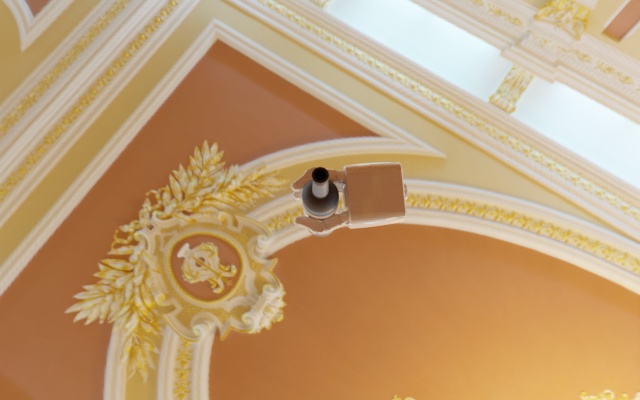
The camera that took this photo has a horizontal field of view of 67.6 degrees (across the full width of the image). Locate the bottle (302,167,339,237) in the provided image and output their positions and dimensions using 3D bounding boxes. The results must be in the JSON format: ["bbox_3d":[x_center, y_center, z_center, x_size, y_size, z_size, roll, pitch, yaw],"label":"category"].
[{"bbox_3d":[0.000,0.003,0.882,0.069,0.069,0.296,0,-17,0],"label":"bottle"}]
